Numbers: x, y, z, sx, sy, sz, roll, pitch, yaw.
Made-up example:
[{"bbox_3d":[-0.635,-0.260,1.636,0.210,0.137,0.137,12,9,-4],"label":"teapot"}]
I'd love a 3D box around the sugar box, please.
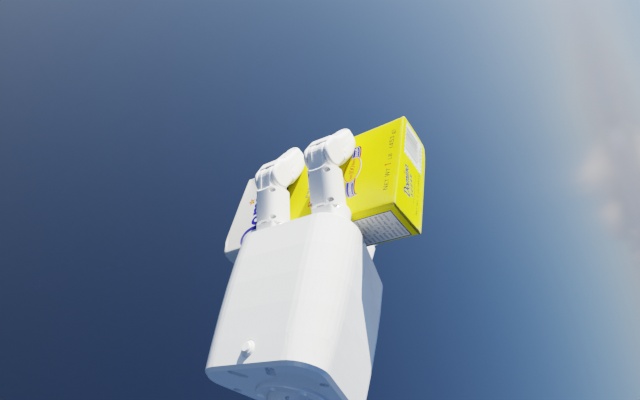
[{"bbox_3d":[0.000,0.001,0.406,0.176,0.093,0.048,-17,-48,32],"label":"sugar box"}]
